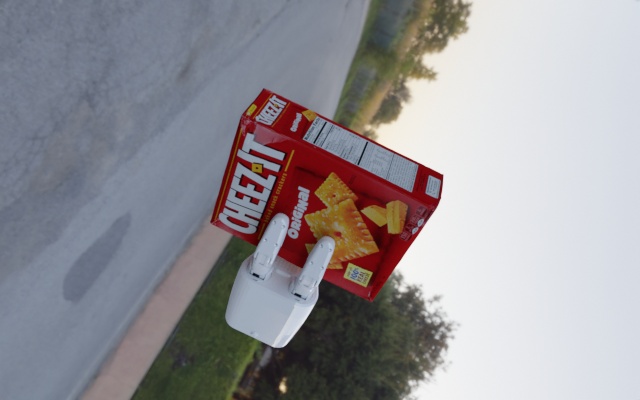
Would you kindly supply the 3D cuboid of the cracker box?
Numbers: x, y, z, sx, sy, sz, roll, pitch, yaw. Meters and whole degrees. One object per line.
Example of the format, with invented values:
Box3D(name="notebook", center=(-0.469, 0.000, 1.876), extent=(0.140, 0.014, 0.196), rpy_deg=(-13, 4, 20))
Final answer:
Box3D(name="cracker box", center=(0.000, 0.002, 0.526), extent=(0.214, 0.164, 0.072), rpy_deg=(25, 40, -1))
